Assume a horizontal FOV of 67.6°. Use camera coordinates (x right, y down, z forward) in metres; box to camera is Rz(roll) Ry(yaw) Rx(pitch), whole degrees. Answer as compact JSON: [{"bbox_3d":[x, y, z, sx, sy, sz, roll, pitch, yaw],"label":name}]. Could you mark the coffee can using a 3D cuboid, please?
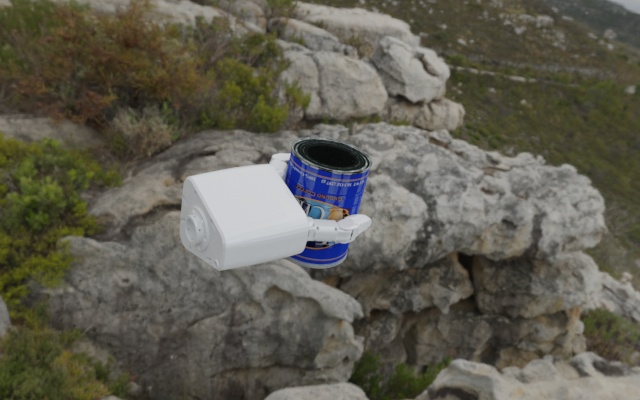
[{"bbox_3d":[0.000,0.002,0.620,0.103,0.140,0.102,10,28,-6],"label":"coffee can"}]
